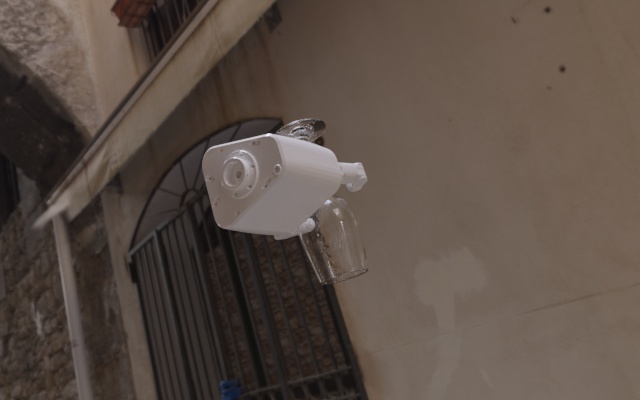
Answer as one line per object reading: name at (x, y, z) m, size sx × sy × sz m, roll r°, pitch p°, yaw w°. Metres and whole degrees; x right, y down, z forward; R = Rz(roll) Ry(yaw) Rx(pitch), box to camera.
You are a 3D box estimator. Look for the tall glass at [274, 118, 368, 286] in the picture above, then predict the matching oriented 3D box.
tall glass at (0.000, 0.001, 0.604) m, size 0.079 × 0.201 × 0.079 m, roll -16°, pitch -16°, yaw -5°
